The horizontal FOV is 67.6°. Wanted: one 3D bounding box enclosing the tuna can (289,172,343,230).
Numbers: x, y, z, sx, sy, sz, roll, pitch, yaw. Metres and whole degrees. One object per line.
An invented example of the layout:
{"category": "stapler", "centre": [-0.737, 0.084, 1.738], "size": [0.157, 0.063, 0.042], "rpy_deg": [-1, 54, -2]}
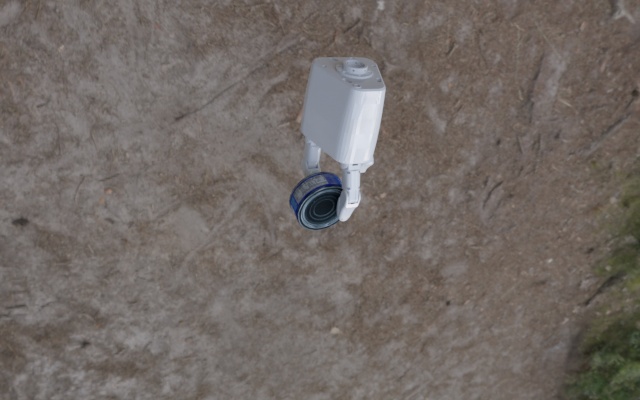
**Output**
{"category": "tuna can", "centre": [0.000, 0.003, 0.693], "size": [0.086, 0.086, 0.033], "rpy_deg": [0, 39, -30]}
